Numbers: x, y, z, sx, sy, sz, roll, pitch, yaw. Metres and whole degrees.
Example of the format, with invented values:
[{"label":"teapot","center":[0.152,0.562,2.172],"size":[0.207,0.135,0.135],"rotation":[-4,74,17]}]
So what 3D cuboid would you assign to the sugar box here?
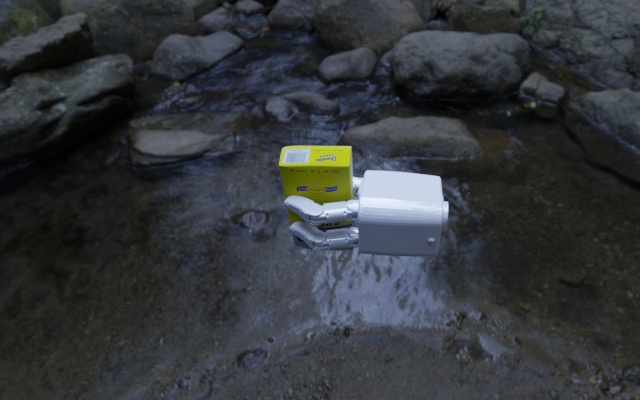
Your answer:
[{"label":"sugar box","center":[0.000,0.003,0.671],"size":[0.093,0.048,0.176],"rotation":[1,-45,8]}]
